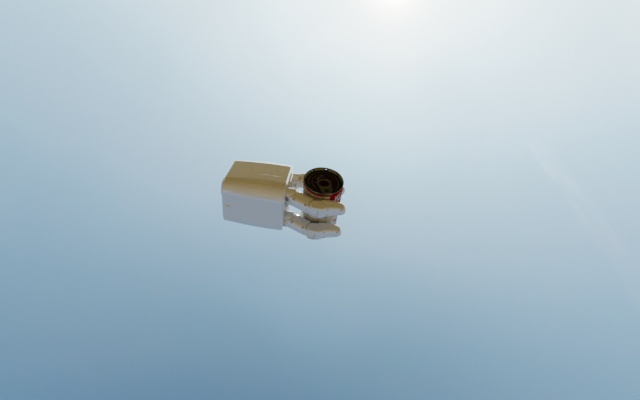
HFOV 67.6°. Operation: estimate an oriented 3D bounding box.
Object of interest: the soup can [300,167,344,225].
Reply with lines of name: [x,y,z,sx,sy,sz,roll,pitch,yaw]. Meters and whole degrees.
soup can: [0.001,0.003,0.830,0.068,0.102,0.068,4,43,-4]
